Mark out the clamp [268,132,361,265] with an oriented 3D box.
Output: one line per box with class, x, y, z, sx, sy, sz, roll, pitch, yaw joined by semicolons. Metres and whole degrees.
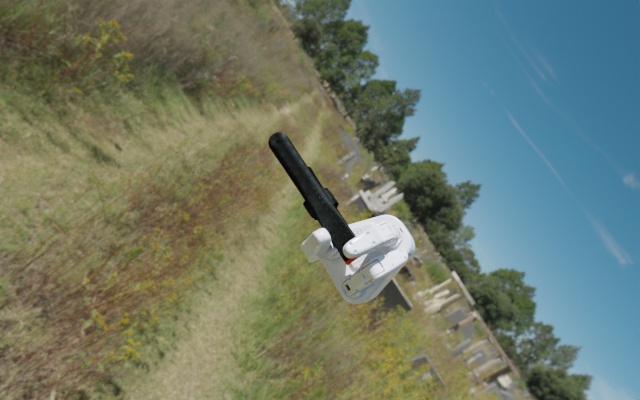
clamp;0.001;0.002;0.580;0.039;0.171;0.120;-34;-16;9
